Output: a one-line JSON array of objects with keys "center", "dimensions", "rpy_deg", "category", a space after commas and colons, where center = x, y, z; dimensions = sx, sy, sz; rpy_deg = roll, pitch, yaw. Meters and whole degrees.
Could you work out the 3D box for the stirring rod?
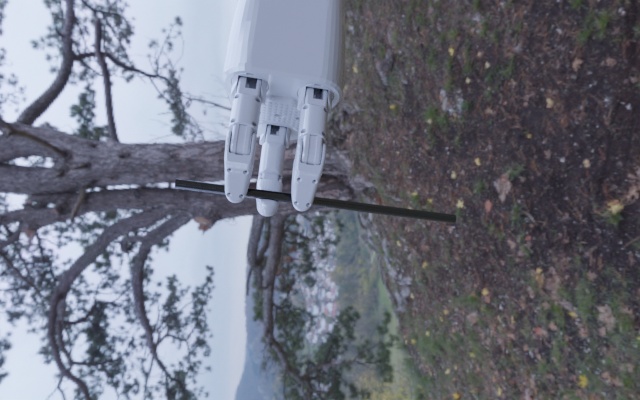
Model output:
[{"center": [0.000, 0.001, 0.406], "dimensions": [0.239, 0.011, 0.011], "rpy_deg": [7, -1, -8], "category": "stirring rod"}]
